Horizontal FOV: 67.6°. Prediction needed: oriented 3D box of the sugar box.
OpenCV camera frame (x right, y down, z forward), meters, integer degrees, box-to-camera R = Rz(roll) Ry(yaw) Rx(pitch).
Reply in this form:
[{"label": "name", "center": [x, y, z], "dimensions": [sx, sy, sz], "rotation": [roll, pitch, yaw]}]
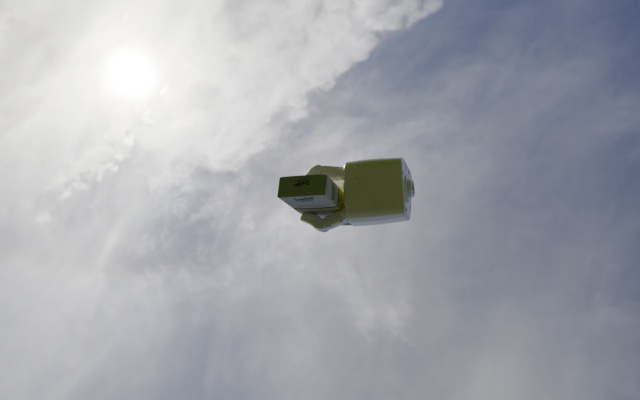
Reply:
[{"label": "sugar box", "center": [0.000, 0.002, 0.893], "dimensions": [0.093, 0.048, 0.176], "rotation": [-3, -23, 22]}]
